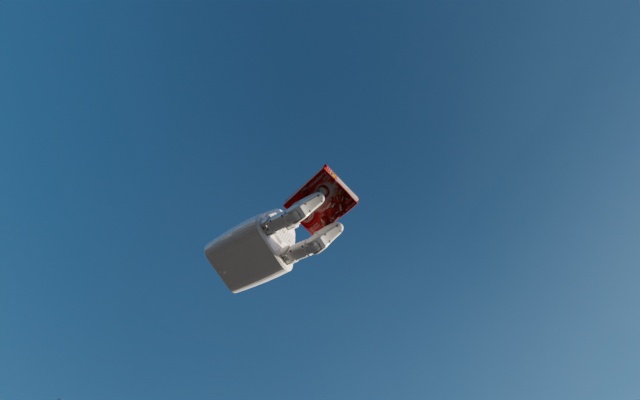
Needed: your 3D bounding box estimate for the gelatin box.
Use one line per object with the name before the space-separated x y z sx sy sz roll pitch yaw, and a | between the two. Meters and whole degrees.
gelatin box | 0.000 0.002 0.713 0.089 0.073 0.030 -41 9 17
